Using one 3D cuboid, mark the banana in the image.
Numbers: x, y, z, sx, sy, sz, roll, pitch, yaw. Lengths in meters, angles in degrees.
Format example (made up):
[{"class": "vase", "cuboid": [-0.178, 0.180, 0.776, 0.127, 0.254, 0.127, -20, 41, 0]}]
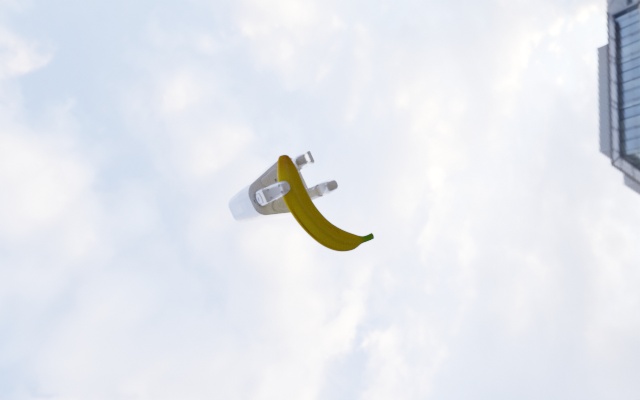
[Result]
[{"class": "banana", "cuboid": [-0.007, 0.018, 0.731, 0.198, 0.069, 0.037, 43, -28, -13]}]
